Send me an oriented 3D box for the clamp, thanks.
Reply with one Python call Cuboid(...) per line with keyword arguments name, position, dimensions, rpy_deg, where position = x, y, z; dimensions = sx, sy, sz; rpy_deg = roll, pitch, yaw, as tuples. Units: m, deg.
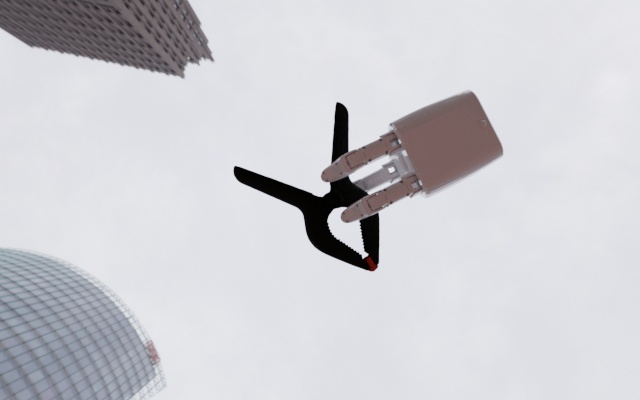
Cuboid(name="clamp", position=(0.001, 0.002, 0.597), dimensions=(0.164, 0.210, 0.036), rpy_deg=(-26, -3, -3))
